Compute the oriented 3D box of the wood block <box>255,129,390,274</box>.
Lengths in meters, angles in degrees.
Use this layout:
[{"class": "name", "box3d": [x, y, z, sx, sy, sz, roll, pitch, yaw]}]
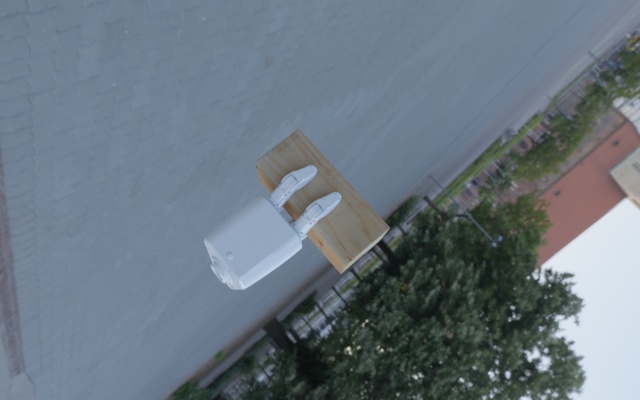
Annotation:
[{"class": "wood block", "box3d": [0.000, 0.003, 0.746, 0.090, 0.206, 0.091, -39, -11, -13]}]
